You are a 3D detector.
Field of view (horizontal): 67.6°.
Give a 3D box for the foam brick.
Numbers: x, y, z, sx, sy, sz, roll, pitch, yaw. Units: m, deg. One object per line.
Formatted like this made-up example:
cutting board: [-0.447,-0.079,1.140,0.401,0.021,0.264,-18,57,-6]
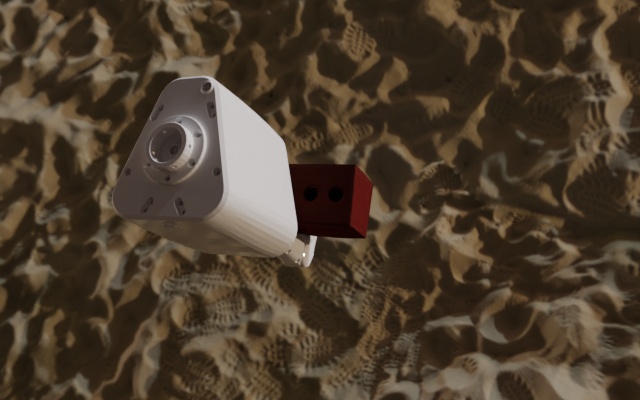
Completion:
foam brick: [0.000,0.001,0.415,0.078,0.053,0.051,1,-17,21]
